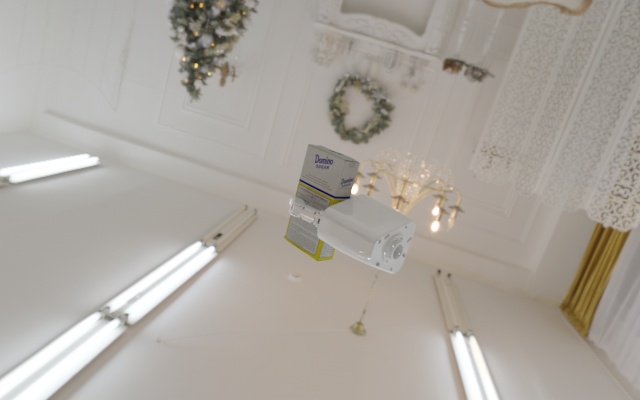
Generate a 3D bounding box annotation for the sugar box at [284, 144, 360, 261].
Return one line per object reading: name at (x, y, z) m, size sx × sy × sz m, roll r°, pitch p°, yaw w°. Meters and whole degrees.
sugar box at (0.001, 0.003, 0.807) m, size 0.048 × 0.176 × 0.093 m, roll 3°, pitch 20°, yaw -47°
